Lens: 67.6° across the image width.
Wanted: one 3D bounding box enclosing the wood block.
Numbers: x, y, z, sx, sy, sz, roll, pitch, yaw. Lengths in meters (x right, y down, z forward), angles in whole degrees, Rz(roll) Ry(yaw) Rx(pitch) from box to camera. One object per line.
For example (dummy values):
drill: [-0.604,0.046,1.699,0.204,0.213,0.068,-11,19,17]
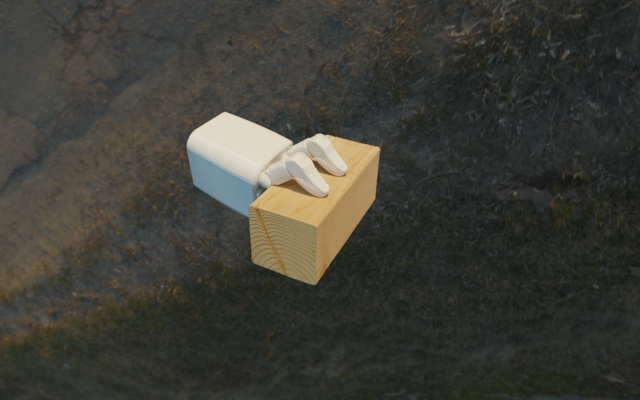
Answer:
wood block: [0.000,0.002,0.629,0.090,0.091,0.206,16,37,20]
